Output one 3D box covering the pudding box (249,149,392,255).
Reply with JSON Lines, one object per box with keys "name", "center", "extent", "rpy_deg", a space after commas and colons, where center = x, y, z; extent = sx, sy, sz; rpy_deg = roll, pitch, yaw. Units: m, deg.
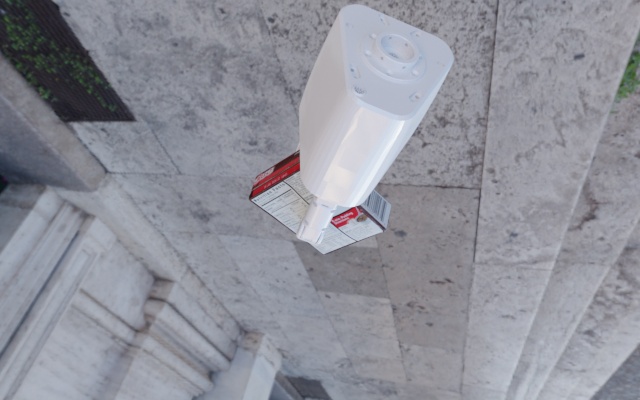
{"name": "pudding box", "center": [0.000, 0.002, 0.473], "extent": [0.090, 0.039, 0.113], "rpy_deg": [-25, -55, 39]}
